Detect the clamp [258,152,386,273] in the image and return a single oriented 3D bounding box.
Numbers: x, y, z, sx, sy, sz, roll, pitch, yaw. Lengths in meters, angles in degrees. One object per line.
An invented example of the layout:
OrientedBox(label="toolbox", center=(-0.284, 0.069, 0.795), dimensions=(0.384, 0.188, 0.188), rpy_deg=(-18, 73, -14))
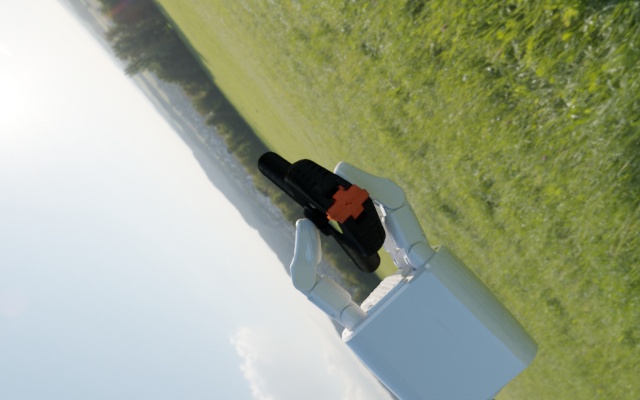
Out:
OrientedBox(label="clamp", center=(0.000, 0.002, 0.406), dimensions=(0.164, 0.036, 0.210), rpy_deg=(43, -6, 5))
